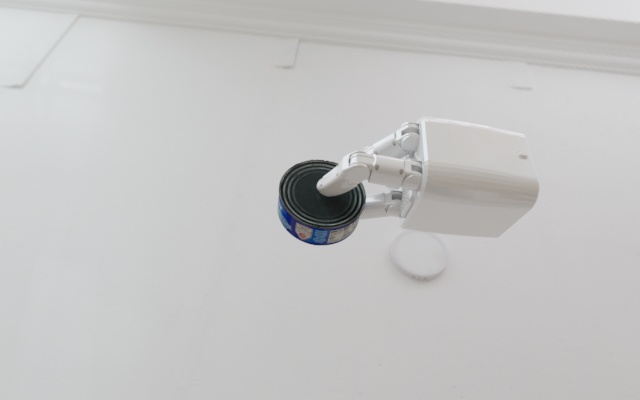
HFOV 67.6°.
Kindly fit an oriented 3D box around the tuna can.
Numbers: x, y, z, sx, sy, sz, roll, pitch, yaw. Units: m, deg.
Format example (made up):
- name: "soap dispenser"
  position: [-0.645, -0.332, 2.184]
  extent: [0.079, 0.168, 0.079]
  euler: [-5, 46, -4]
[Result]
- name: "tuna can"
  position: [0.000, 0.002, 0.475]
  extent: [0.086, 0.086, 0.034]
  euler: [0, -38, -10]
